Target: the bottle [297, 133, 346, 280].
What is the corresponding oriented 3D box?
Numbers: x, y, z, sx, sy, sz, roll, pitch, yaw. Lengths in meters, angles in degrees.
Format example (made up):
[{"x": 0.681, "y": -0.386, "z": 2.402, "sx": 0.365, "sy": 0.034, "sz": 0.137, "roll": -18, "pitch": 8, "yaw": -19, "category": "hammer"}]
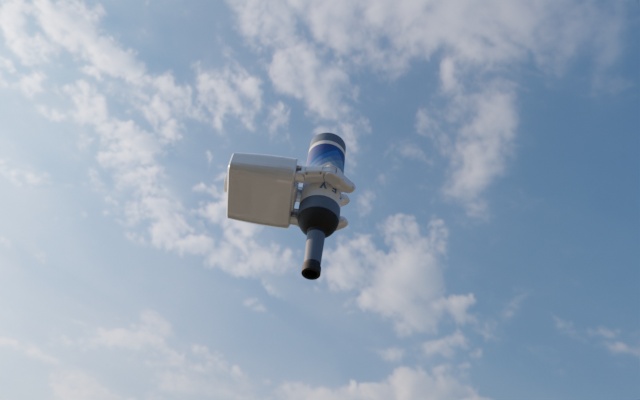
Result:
[{"x": 0.000, "y": 0.002, "z": 0.775, "sx": 0.069, "sy": 0.069, "sz": 0.295, "roll": 0, "pitch": 43, "yaw": 7, "category": "bottle"}]
